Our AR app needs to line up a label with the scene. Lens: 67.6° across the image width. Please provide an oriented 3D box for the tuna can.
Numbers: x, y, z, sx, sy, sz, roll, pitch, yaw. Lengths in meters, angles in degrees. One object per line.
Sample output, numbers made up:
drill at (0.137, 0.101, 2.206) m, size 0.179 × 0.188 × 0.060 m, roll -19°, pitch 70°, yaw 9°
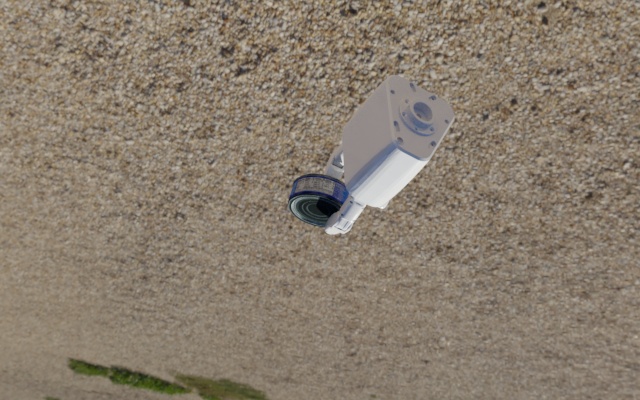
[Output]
tuna can at (0.000, 0.003, 0.645) m, size 0.086 × 0.033 × 0.086 m, roll 11°, pitch -31°, yaw 7°
